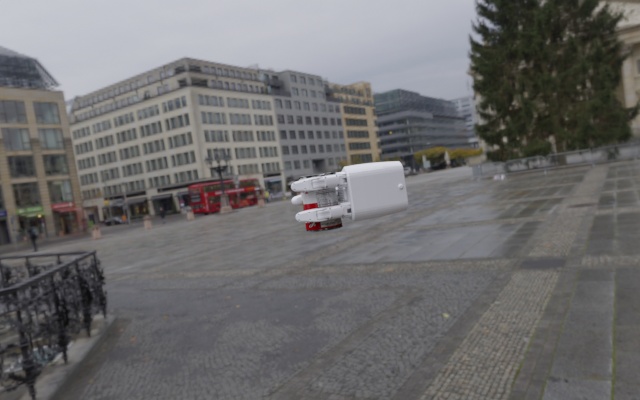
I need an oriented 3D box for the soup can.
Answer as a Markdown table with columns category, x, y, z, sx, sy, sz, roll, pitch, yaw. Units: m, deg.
| category | x | y | z | sx | sy | sz | roll | pitch | yaw |
| --- | --- | --- | --- | --- | --- | --- | --- | --- | --- |
| soup can | 0.000 | 0.003 | 0.876 | 0.068 | 0.102 | 0.068 | -8 | 3 | 0 |
